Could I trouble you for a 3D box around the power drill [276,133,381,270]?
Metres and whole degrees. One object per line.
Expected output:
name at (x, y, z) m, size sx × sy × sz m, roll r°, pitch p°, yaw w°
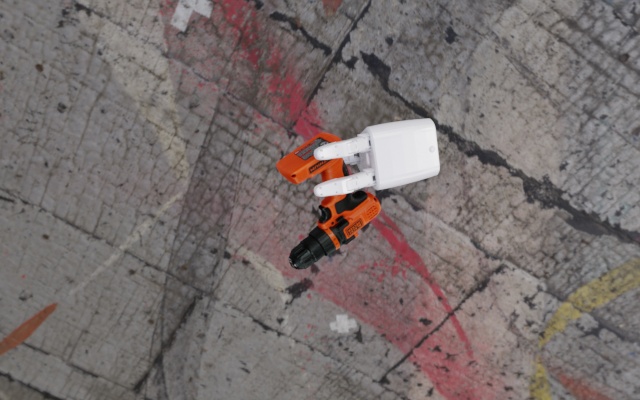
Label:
power drill at (0.000, 0.002, 0.760) m, size 0.184 × 0.188 × 0.057 m, roll -38°, pitch 40°, yaw -17°
